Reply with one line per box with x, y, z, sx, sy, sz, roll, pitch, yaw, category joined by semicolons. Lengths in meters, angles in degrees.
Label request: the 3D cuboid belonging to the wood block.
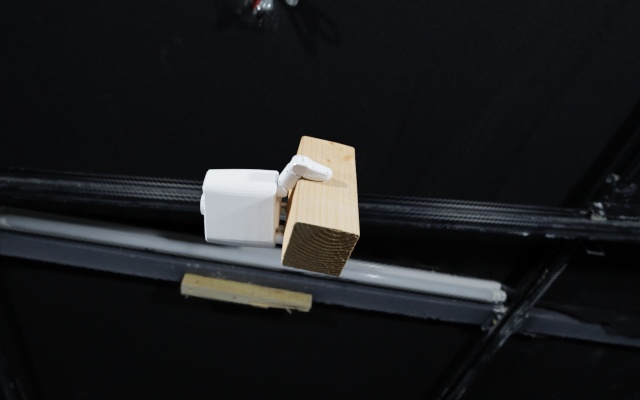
0.000;0.002;0.725;0.090;0.091;0.206;13;40;-9;wood block
